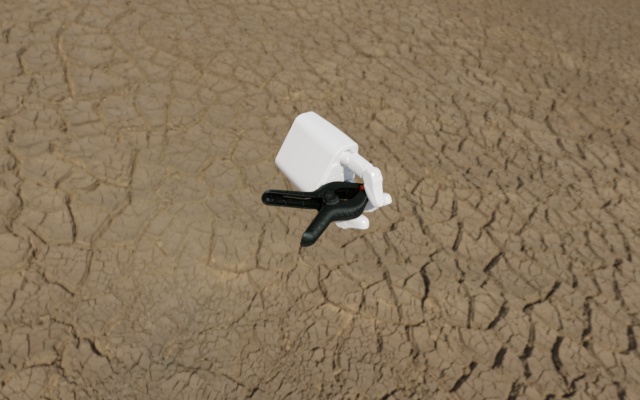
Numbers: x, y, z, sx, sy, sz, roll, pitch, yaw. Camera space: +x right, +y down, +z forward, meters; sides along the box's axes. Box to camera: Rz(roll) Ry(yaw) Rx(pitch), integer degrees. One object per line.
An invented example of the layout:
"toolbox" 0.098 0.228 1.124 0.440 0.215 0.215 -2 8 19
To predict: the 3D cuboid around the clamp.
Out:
"clamp" 0.000 0.002 0.717 0.171 0.039 0.120 -23 54 -40
